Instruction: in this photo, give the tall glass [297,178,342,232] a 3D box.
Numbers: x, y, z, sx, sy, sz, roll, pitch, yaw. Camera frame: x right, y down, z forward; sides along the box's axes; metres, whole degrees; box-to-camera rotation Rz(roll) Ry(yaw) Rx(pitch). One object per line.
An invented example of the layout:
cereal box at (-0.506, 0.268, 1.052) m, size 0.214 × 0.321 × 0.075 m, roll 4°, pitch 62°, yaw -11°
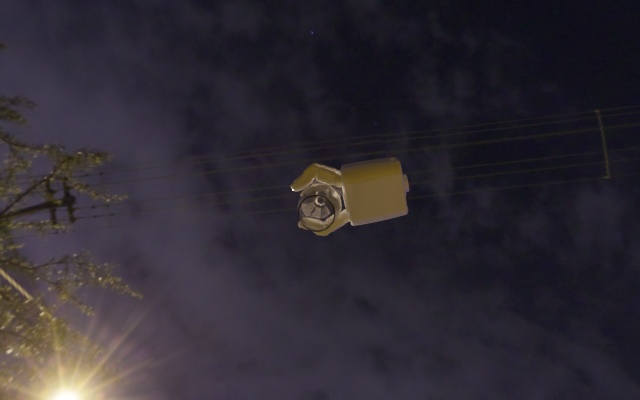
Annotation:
tall glass at (0.000, 0.003, 0.873) m, size 0.079 × 0.079 × 0.201 m, roll 0°, pitch 11°, yaw 4°
